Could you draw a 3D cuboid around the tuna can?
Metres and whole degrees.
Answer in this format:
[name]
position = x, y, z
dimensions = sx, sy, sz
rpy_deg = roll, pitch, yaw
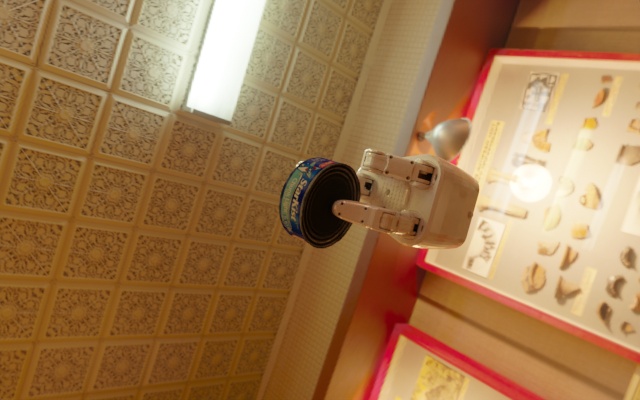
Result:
[tuna can]
position = 0.000, 0.001, 0.470
dimensions = 0.033, 0.086, 0.086
rpy_deg = 21, 13, 38
